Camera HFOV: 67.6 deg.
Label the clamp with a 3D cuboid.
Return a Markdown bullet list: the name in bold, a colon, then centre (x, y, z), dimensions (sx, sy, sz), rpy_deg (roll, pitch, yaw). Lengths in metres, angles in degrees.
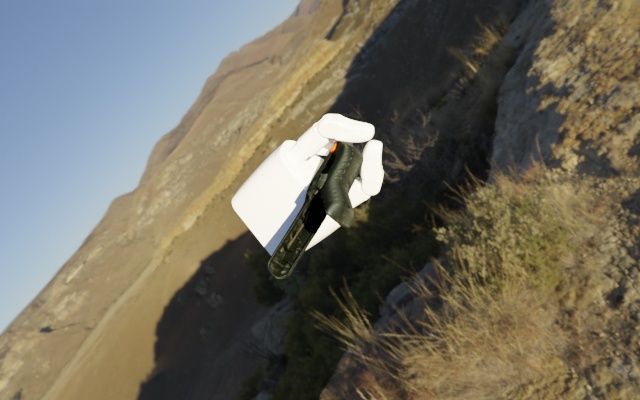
- **clamp**: centre (0.000, 0.001, 0.483), dimensions (0.120, 0.039, 0.171), rpy_deg (-39, 17, 31)
